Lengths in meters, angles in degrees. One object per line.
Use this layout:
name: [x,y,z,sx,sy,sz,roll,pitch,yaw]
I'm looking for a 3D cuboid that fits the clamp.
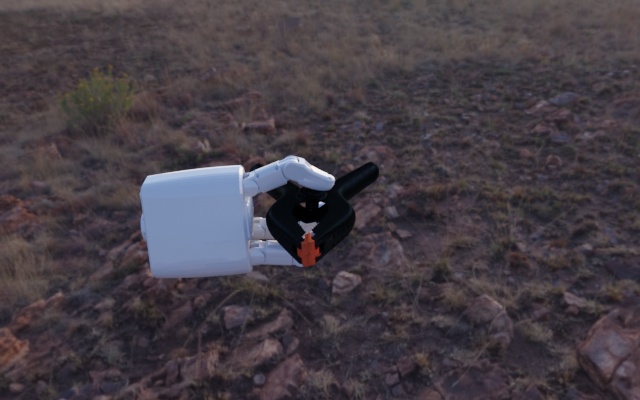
clamp: [0.000,0.001,0.536,0.164,0.036,0.210,-5,27,-4]
